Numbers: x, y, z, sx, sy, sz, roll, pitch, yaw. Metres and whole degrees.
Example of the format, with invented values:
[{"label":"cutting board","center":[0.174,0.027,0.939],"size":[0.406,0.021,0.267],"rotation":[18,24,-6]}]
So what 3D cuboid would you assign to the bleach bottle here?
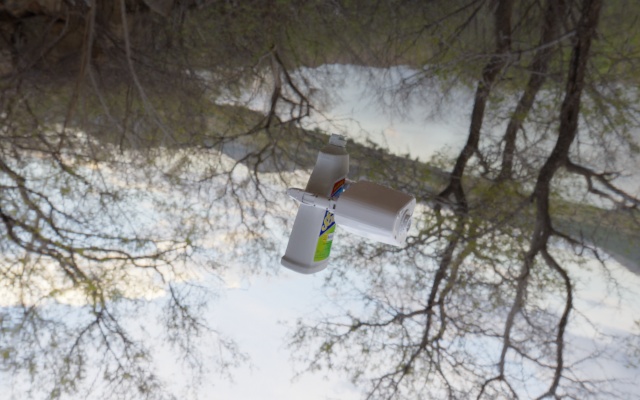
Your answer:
[{"label":"bleach bottle","center":[0.000,0.003,0.866],"size":[0.068,0.251,0.102],"rotation":[18,9,25]}]
